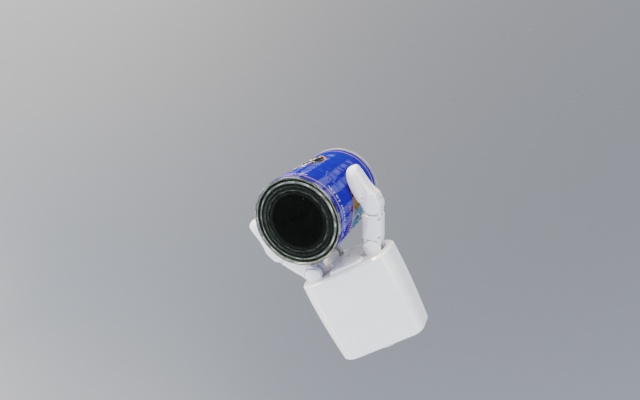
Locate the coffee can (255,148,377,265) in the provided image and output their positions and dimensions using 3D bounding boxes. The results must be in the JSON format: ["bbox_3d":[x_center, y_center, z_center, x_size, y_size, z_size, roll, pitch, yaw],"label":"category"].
[{"bbox_3d":[0.000,0.002,0.575,0.103,0.103,0.140,0,18,24],"label":"coffee can"}]
